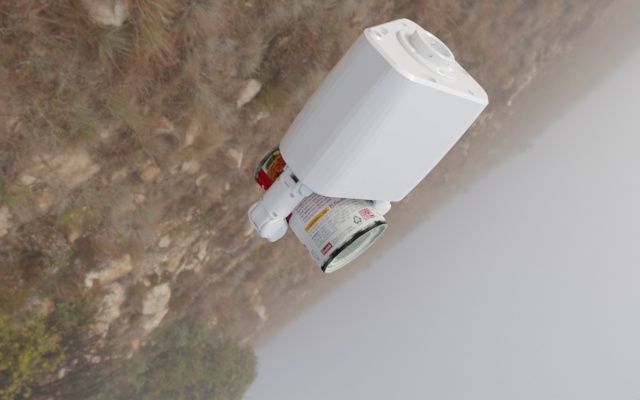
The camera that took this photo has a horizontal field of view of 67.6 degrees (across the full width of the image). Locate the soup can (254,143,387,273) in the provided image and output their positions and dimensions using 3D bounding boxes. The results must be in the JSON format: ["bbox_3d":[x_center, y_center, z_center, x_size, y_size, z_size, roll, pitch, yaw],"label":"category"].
[{"bbox_3d":[0.000,0.002,0.405,0.068,0.102,0.068,-34,-17,-12],"label":"soup can"}]
